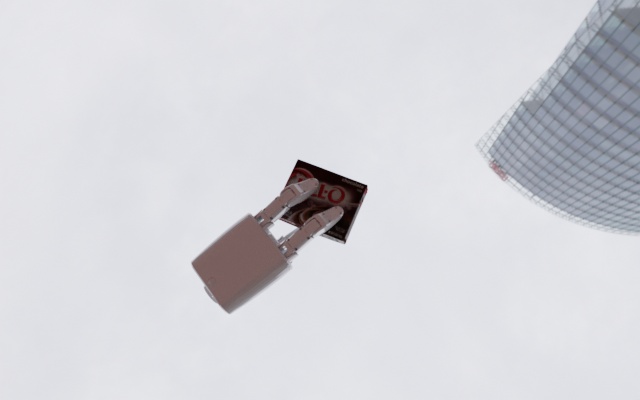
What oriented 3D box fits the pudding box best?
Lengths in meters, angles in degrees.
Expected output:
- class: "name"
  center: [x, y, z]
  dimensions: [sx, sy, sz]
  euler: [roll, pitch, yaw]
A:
- class: "pudding box"
  center: [0.000, 0.002, 0.686]
  dimensions: [0.113, 0.090, 0.039]
  euler: [21, -14, 10]
